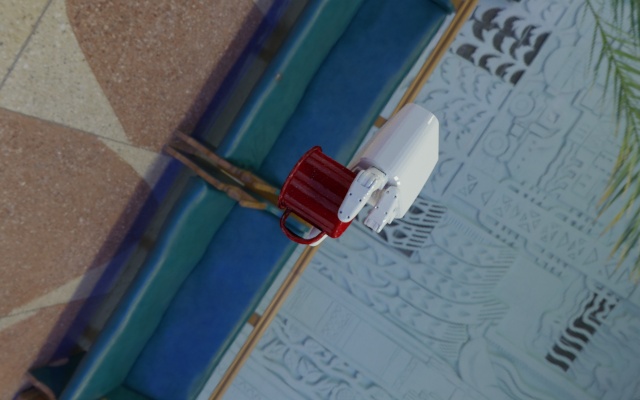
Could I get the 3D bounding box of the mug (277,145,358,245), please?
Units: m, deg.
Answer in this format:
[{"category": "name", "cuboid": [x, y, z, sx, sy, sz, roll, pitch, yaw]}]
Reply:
[{"category": "mug", "cuboid": [-0.001, 0.003, 0.580, 0.081, 0.117, 0.093, 33, -20, 12]}]
